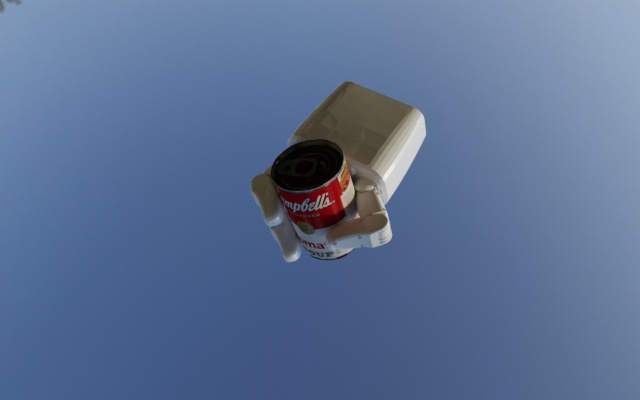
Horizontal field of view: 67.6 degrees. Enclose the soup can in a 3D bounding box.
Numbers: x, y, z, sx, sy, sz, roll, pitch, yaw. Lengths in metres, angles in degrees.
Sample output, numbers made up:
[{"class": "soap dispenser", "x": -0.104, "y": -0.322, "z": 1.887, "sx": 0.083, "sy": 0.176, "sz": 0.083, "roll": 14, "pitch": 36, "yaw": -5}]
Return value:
[{"class": "soup can", "x": 0.000, "y": 0.002, "z": 0.458, "sx": 0.068, "sy": 0.068, "sz": 0.102, "roll": 0, "pitch": -42, "yaw": 19}]
